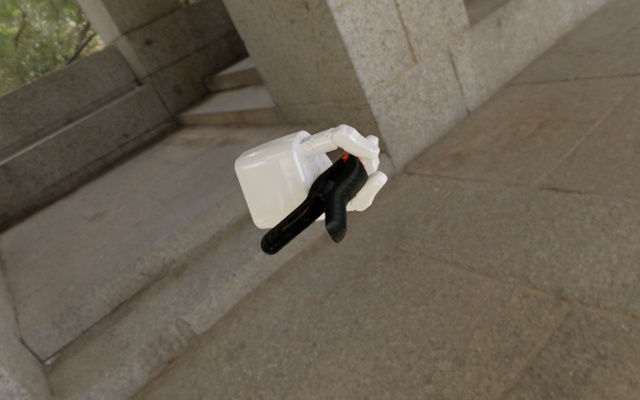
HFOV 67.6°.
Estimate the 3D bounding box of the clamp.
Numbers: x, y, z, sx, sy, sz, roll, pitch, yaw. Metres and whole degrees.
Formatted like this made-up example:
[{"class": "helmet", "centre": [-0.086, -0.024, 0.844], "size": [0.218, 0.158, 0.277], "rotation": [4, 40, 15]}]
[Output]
[{"class": "clamp", "centre": [0.000, 0.001, 0.564], "size": [0.120, 0.039, 0.171], "rotation": [-14, 27, 32]}]
